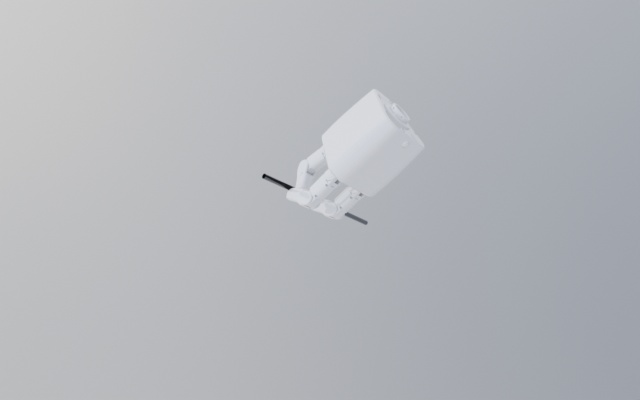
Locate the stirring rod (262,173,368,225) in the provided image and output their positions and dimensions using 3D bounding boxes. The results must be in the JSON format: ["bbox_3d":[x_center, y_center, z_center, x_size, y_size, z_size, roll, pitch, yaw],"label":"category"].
[{"bbox_3d":[0.000,0.002,0.750,0.011,0.011,0.239,0,-18,44],"label":"stirring rod"}]
